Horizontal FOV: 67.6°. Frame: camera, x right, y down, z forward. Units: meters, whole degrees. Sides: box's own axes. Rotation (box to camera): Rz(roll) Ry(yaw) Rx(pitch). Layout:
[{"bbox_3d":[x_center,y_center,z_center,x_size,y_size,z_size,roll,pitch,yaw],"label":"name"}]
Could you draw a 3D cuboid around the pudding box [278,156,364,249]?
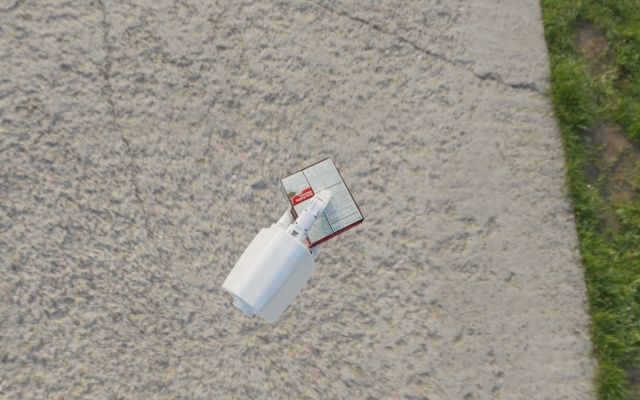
[{"bbox_3d":[0.000,0.002,0.714,0.090,0.113,0.039,-25,-10,-12],"label":"pudding box"}]
